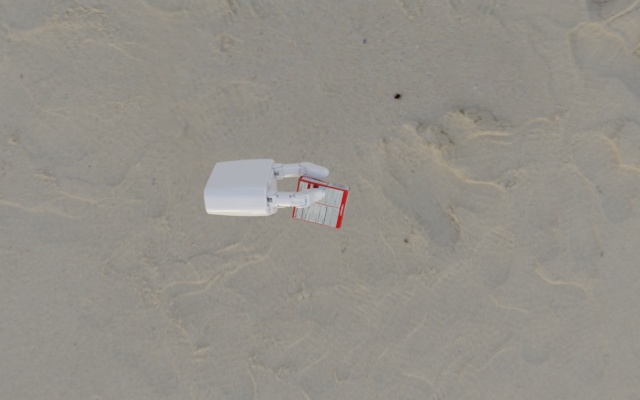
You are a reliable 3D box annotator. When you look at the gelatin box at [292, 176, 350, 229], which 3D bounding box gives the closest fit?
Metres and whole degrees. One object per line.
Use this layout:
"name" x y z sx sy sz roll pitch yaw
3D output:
"gelatin box" 0.000 0.003 0.833 0.089 0.073 0.030 13 19 5
